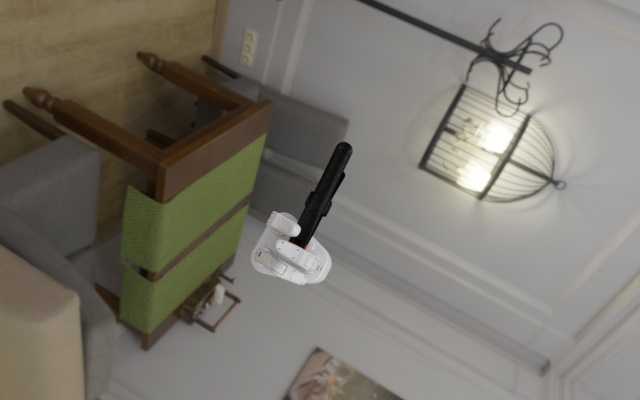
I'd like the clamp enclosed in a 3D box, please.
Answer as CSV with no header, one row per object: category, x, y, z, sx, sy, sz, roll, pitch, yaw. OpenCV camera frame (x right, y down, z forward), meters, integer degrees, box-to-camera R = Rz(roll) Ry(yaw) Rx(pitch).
clamp,0.001,0.003,0.709,0.039,0.171,0.120,28,-7,11
